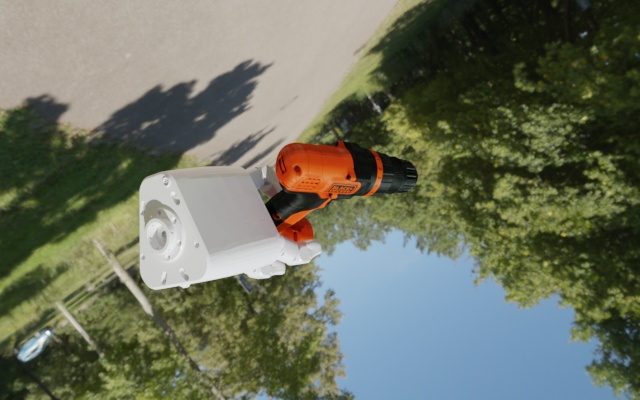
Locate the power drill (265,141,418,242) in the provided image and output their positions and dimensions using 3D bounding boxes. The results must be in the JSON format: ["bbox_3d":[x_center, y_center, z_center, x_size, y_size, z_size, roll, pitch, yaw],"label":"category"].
[{"bbox_3d":[0.000,0.002,0.561,0.184,0.057,0.188,5,-35,-36],"label":"power drill"}]
